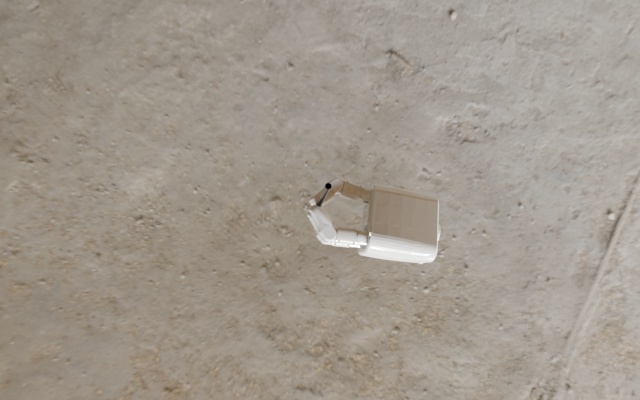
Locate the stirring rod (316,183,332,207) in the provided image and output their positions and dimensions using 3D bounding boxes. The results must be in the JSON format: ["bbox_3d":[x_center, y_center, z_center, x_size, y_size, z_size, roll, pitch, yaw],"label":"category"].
[{"bbox_3d":[0.000,0.002,0.690,0.011,0.011,0.239,0,-9,-4],"label":"stirring rod"}]
